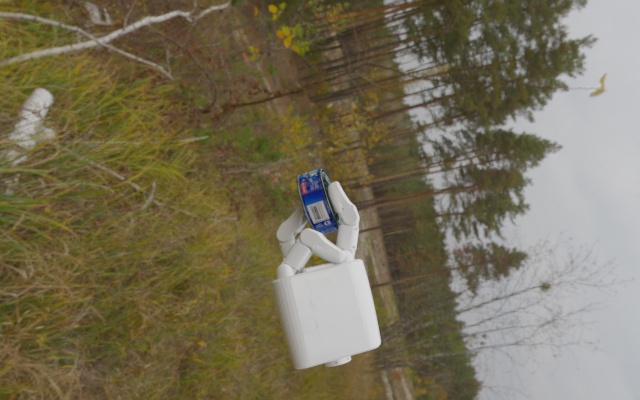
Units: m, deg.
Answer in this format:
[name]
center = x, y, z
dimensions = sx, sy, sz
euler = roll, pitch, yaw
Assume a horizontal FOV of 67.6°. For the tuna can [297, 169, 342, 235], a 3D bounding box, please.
[tuna can]
center = 0.001, 0.002, 0.629
dimensions = 0.034, 0.086, 0.086
euler = -19, -3, 10
